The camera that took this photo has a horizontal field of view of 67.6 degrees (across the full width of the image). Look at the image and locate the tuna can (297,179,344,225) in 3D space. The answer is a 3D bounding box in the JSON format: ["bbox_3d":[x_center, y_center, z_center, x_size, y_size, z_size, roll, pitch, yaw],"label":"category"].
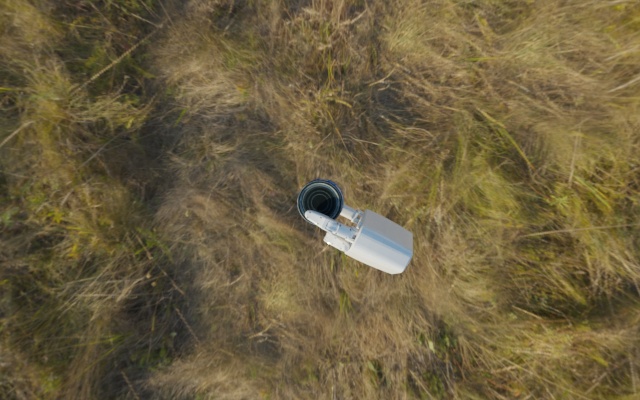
[{"bbox_3d":[0.000,0.003,0.885,0.086,0.086,0.033,0,6,7],"label":"tuna can"}]
